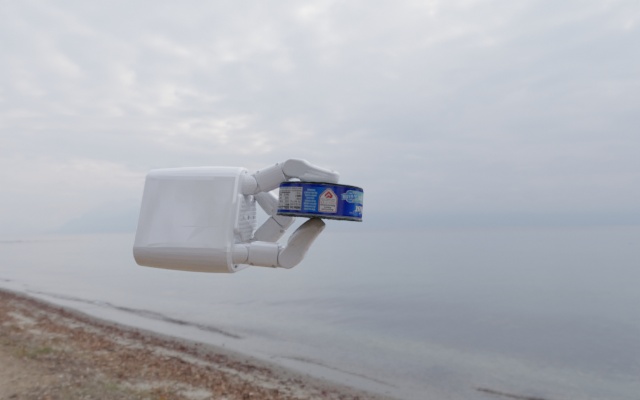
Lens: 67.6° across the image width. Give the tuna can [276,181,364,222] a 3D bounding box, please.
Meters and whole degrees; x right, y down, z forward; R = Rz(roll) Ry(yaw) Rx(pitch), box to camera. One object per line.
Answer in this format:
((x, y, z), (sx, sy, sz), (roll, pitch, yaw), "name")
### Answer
((0.000, 0.001, 0.475), (0.086, 0.034, 0.086), (4, -3, 0), "tuna can")
